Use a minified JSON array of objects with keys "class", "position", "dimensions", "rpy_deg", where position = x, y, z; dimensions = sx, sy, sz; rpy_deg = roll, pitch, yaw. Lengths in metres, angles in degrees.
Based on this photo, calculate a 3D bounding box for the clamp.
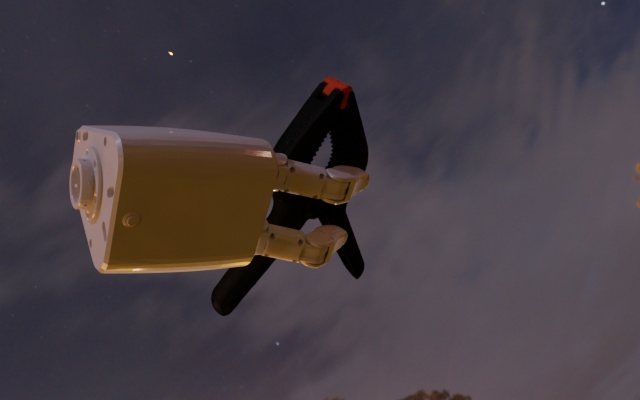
[{"class":"clamp","position":[0.000,0.001,0.418],"dimensions":[0.164,0.210,0.036],"rpy_deg":[-1,28,-41]}]
